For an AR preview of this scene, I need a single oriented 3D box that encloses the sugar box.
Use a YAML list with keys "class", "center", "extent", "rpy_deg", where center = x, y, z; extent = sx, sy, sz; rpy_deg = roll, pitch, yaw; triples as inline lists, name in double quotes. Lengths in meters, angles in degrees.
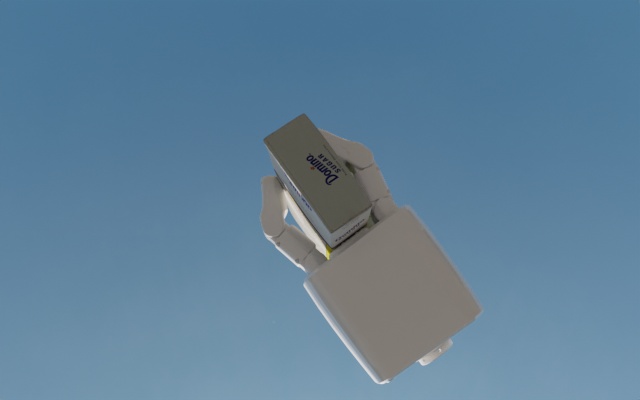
- class: "sugar box"
  center: [0.001, 0.001, 0.436]
  extent: [0.048, 0.093, 0.176]
  rpy_deg: [-34, -13, -10]
